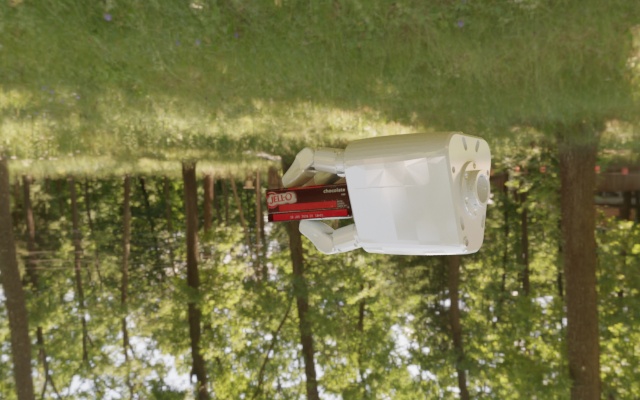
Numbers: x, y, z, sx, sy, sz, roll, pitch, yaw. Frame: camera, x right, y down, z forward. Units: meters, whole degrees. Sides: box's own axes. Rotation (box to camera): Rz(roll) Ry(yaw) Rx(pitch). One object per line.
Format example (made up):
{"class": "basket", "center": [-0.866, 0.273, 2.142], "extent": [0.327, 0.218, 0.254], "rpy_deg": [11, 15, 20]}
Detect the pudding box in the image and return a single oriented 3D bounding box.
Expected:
{"class": "pudding box", "center": [0.000, 0.002, 0.524], "extent": [0.090, 0.039, 0.113], "rpy_deg": [-3, -2, 13]}
